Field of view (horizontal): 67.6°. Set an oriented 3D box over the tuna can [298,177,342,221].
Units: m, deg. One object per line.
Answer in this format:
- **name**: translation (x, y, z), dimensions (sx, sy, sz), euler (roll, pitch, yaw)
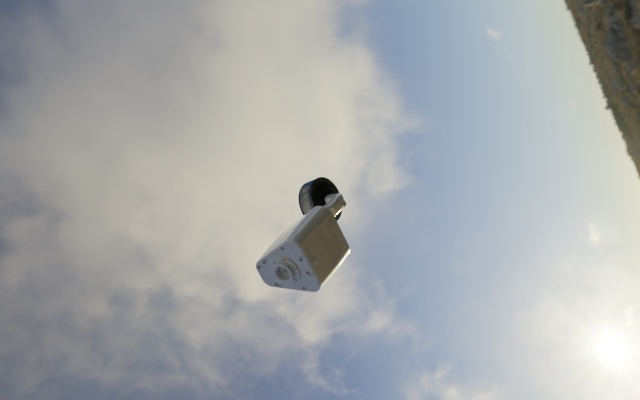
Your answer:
- **tuna can**: translation (0.000, 0.003, 0.863), dimensions (0.034, 0.086, 0.086), euler (-19, -12, 38)
